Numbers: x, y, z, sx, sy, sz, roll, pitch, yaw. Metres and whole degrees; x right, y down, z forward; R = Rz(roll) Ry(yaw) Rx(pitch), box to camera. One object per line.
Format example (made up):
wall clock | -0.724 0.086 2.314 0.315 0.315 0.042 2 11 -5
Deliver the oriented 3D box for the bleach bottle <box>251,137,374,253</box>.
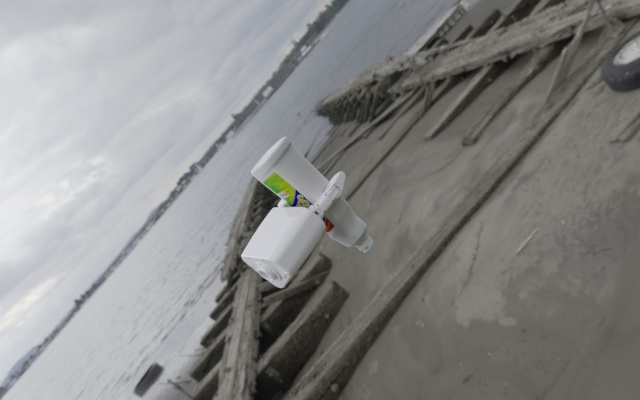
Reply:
bleach bottle | 0.000 0.003 0.839 0.251 0.068 0.102 41 -27 -13
